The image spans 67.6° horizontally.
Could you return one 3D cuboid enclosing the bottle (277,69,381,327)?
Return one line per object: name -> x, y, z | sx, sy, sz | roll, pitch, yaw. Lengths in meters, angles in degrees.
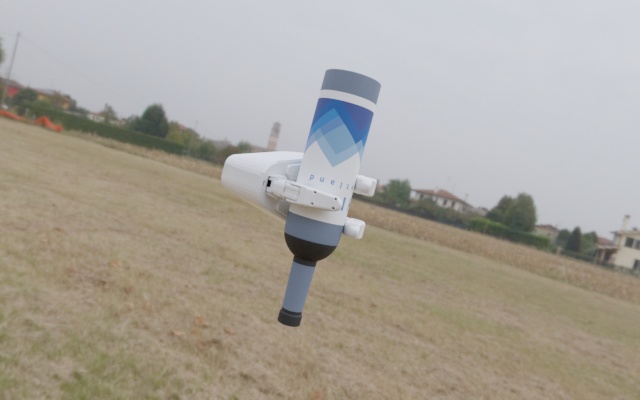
bottle -> 0.000, 0.002, 0.555 | 0.069, 0.296, 0.069 | 15, 3, -1
